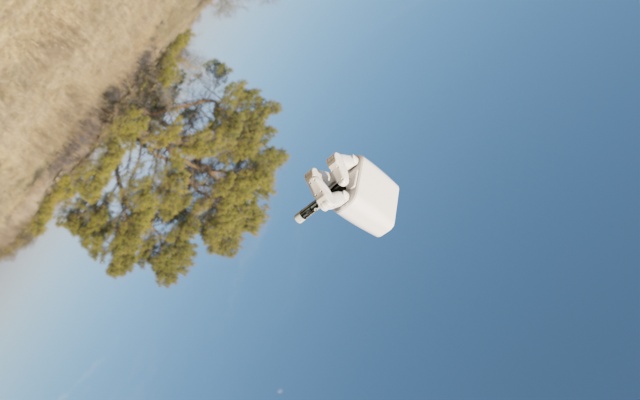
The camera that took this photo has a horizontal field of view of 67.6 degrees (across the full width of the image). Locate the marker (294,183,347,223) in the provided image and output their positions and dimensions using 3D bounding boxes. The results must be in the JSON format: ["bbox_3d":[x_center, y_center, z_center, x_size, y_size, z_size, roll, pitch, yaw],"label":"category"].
[{"bbox_3d":[0.000,0.003,0.835,0.121,0.020,0.020,-37,-22,31],"label":"marker"}]
